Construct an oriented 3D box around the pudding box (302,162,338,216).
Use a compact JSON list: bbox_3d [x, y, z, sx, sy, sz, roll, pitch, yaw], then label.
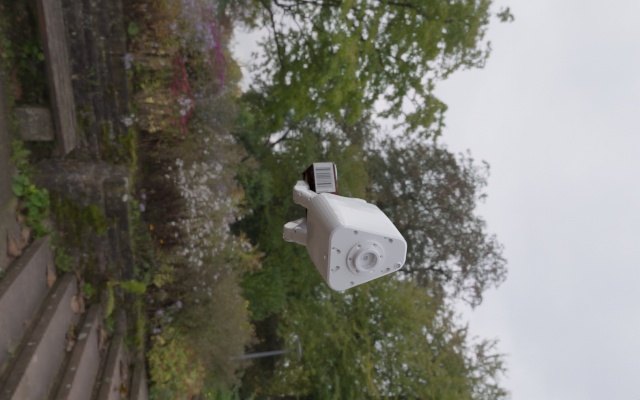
[{"bbox_3d":[0.000,0.002,0.750,0.039,0.113,0.090,-2,-6,-14],"label":"pudding box"}]
